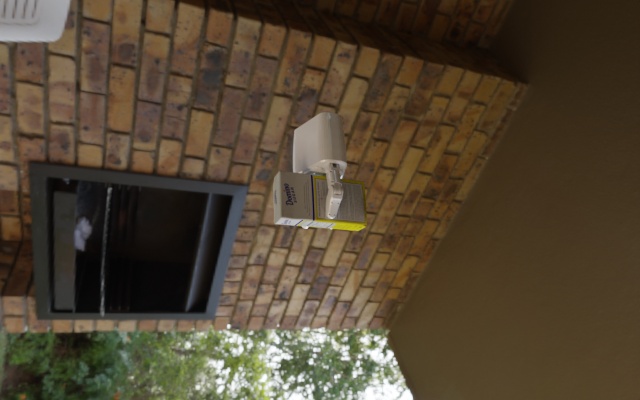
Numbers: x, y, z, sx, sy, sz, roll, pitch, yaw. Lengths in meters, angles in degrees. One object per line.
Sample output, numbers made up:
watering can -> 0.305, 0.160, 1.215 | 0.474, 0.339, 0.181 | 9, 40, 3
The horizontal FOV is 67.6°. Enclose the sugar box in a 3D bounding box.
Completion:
sugar box -> 0.000, 0.003, 0.895 | 0.176, 0.093, 0.048 | 6, -22, -22
